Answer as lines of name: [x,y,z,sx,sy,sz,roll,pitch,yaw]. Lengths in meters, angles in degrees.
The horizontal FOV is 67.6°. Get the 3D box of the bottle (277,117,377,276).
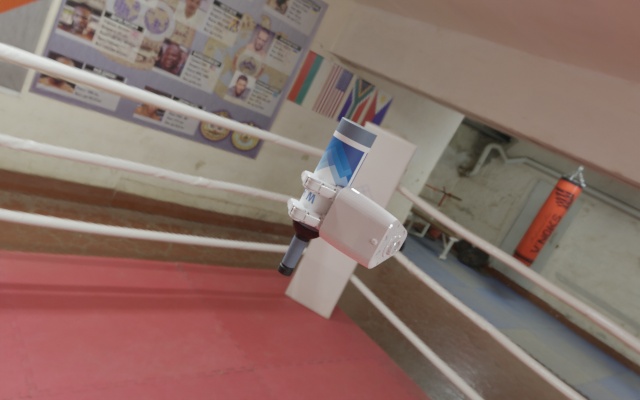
bottle: [0.000,0.002,0.833,0.069,0.296,0.069,26,13,-6]
